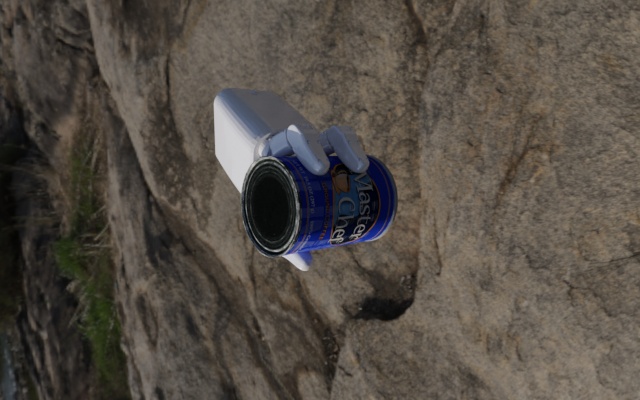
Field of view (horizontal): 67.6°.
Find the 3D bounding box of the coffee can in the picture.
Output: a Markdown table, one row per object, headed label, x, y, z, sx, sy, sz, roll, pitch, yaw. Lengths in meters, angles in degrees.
| label | x | y | z | sx | sy | sz | roll | pitch | yaw |
| --- | --- | --- | --- | --- | --- | --- | --- | --- | --- |
| coffee can | 0.000 | 0.002 | 0.520 | 0.140 | 0.103 | 0.103 | -5 | 3 | -41 |
